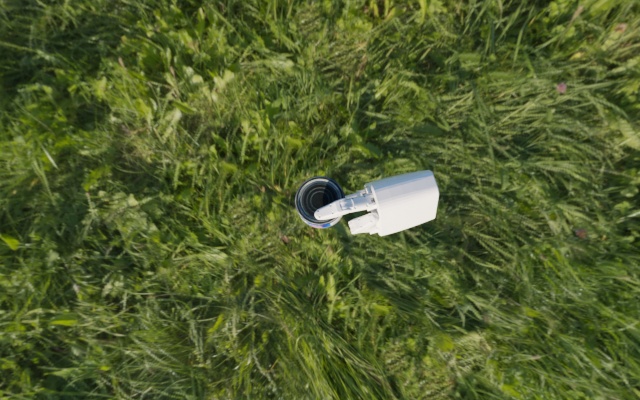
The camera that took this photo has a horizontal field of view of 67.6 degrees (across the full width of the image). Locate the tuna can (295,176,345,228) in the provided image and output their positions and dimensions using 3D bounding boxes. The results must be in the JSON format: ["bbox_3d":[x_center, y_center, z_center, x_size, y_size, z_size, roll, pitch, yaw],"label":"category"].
[{"bbox_3d":[0.000,0.003,0.809,0.086,0.086,0.034,0,-11,5],"label":"tuna can"}]
